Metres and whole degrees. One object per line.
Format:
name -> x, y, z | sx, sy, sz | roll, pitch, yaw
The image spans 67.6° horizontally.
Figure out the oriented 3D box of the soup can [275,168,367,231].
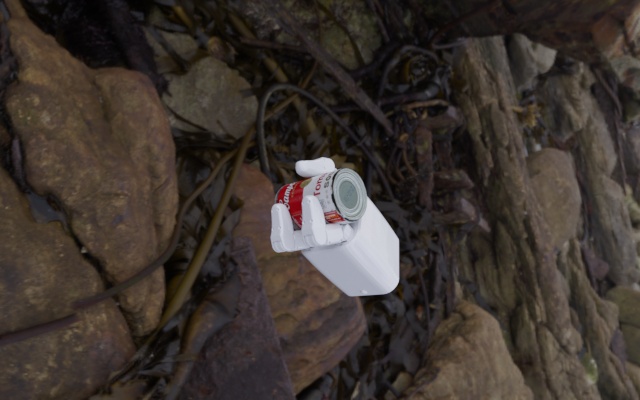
soup can -> 0.000, 0.002, 0.610 | 0.102, 0.068, 0.068 | -14, -9, 41
